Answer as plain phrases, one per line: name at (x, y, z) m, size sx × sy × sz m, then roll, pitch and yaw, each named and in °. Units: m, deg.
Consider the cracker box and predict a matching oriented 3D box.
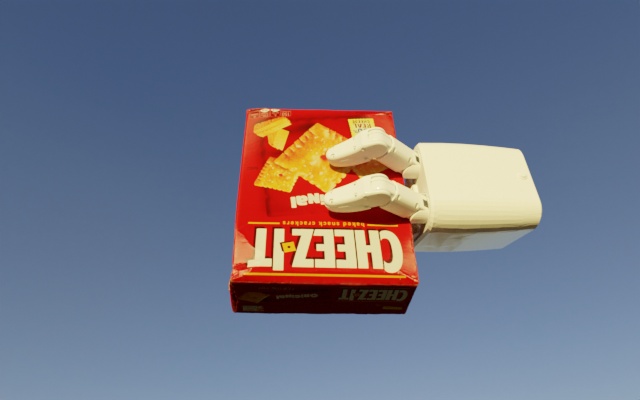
cracker box at (0.000, 0.002, 0.482) m, size 0.164 × 0.213 × 0.072 m, roll 1°, pitch -37°, yaw -4°
